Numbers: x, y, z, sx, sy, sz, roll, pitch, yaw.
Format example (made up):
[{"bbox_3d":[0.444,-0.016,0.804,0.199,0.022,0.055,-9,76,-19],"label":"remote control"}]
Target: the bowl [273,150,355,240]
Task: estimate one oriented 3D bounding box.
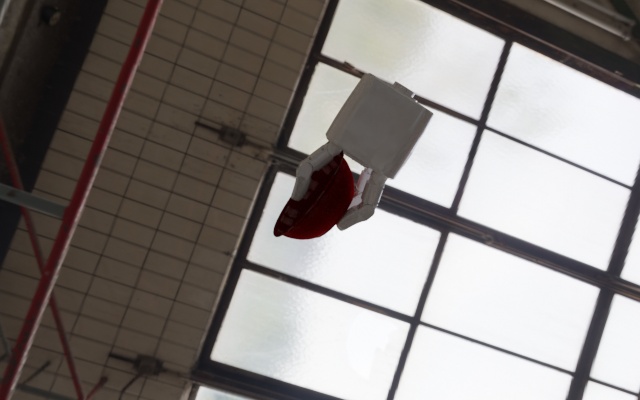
[{"bbox_3d":[0.000,0.003,0.704,0.055,0.162,0.162,38,-11,-14],"label":"bowl"}]
